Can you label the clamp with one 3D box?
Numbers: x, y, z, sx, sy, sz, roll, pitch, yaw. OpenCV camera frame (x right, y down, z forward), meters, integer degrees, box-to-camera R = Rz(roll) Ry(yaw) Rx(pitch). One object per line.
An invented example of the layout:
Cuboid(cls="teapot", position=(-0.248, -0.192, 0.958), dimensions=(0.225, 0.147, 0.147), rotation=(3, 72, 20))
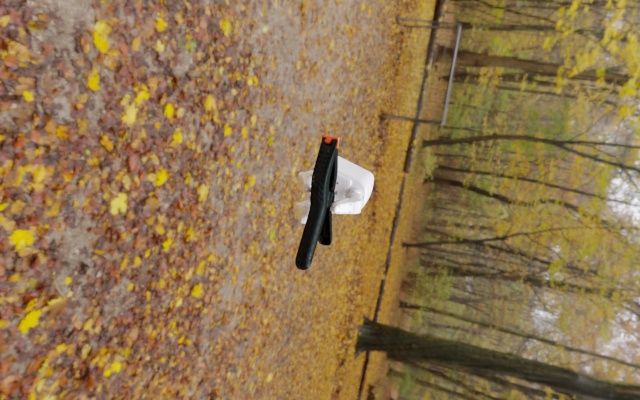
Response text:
Cuboid(cls="clamp", position=(0.001, 0.002, 0.770), dimensions=(0.036, 0.210, 0.164), rotation=(10, 18, 11))
